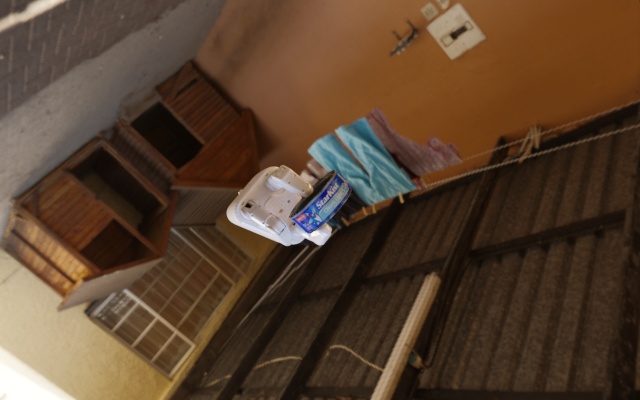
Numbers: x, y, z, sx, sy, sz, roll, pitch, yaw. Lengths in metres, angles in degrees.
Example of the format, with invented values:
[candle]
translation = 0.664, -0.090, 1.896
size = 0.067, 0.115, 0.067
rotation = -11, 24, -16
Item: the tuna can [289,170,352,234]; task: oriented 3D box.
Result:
[tuna can]
translation = 0.001, 0.002, 0.622
size = 0.034, 0.086, 0.086
rotation = 44, -9, -9
